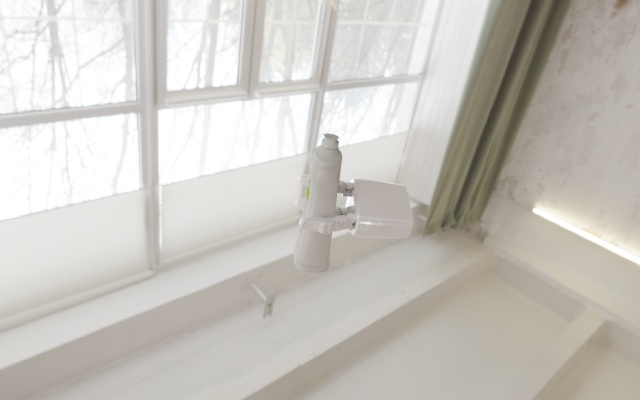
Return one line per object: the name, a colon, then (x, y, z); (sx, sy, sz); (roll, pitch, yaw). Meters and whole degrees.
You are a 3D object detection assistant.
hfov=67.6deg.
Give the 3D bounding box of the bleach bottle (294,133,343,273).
bleach bottle: (0.000, 0.003, 0.867); (0.068, 0.251, 0.102); (5, 29, -8)
